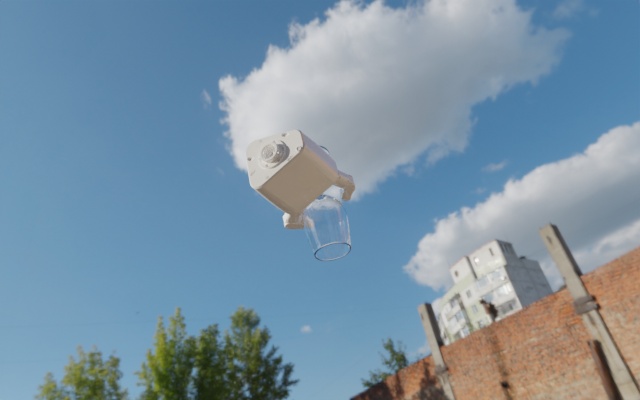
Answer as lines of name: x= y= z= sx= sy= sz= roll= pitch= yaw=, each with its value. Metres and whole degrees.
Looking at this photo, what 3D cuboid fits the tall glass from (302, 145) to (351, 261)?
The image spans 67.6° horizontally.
tall glass: x=0.000 y=0.002 z=0.832 sx=0.079 sy=0.201 sz=0.079 roll=-10 pitch=-32 yaw=-6
